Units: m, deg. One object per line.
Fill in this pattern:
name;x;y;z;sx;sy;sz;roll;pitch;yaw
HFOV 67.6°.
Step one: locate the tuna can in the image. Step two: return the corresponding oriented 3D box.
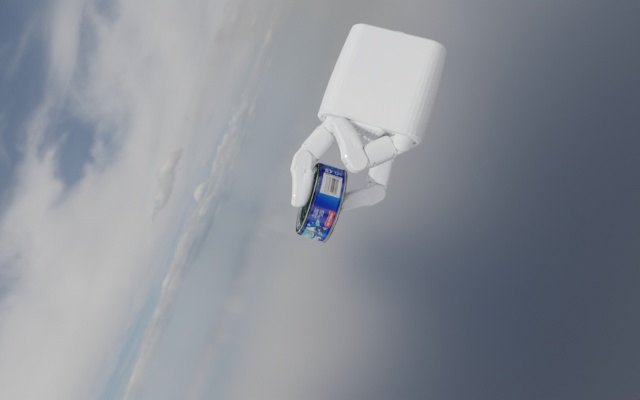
tuna can;0.000;0.002;0.537;0.034;0.086;0.086;17;-3;-9
